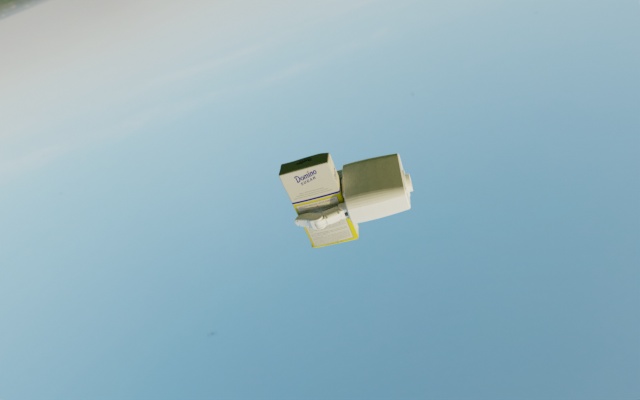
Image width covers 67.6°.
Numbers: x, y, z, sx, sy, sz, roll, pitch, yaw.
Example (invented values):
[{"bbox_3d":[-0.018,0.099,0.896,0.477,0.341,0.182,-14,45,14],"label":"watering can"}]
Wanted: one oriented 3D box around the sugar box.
[{"bbox_3d":[0.000,0.003,0.866,0.093,0.176,0.048,-14,32,13],"label":"sugar box"}]
